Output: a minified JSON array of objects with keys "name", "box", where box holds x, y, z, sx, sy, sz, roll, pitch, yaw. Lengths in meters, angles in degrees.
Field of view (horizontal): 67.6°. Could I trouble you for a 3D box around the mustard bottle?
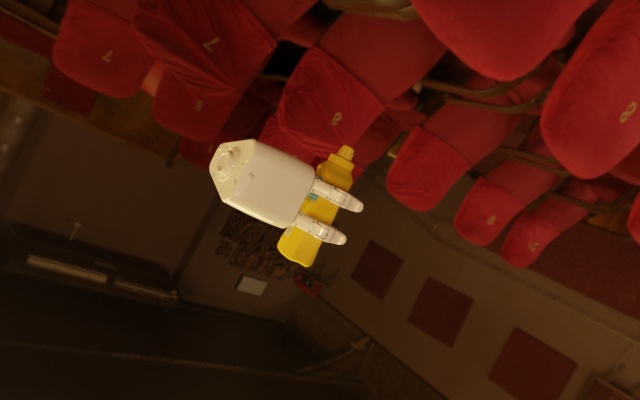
[{"name":"mustard bottle","box":[0.000,0.003,0.741,0.058,0.191,0.096,26,2,-13]}]
